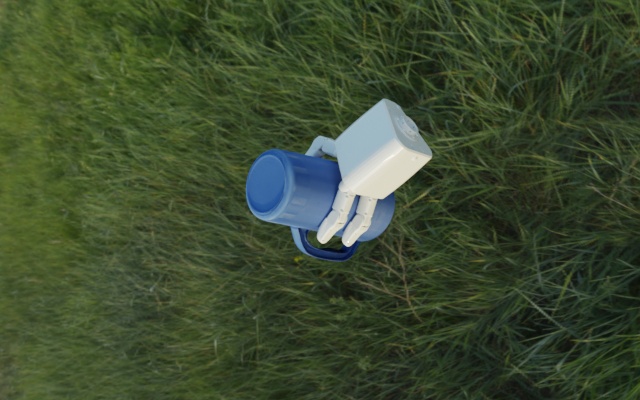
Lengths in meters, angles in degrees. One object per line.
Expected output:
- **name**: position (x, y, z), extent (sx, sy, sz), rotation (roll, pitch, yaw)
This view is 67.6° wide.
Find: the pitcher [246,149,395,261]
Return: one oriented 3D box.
- **pitcher**: position (0.000, 0.002, 0.783), extent (0.243, 0.149, 0.145), rotation (11, -42, -46)
